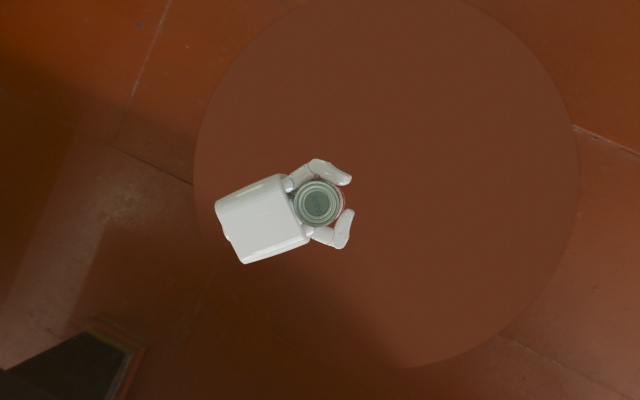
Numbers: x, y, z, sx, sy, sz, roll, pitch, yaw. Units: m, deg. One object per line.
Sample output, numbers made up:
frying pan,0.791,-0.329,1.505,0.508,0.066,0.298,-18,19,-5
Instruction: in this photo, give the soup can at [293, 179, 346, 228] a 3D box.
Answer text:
soup can,0.001,0.002,0.704,0.068,0.068,0.102,0,2,7
